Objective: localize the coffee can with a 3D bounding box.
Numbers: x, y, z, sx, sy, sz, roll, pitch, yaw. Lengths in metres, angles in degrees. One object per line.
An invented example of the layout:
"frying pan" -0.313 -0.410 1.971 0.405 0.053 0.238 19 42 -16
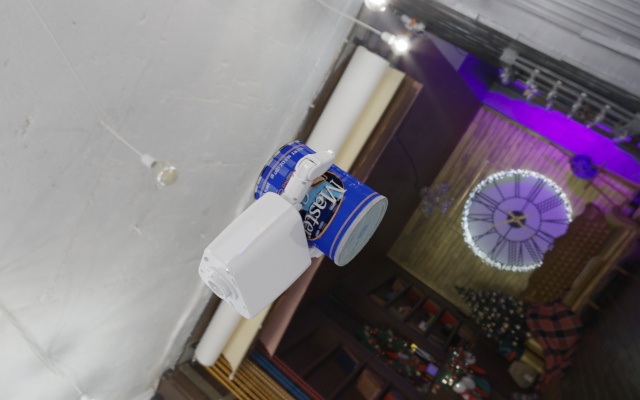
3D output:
"coffee can" 0.000 0.002 0.614 0.140 0.103 0.103 35 13 19
